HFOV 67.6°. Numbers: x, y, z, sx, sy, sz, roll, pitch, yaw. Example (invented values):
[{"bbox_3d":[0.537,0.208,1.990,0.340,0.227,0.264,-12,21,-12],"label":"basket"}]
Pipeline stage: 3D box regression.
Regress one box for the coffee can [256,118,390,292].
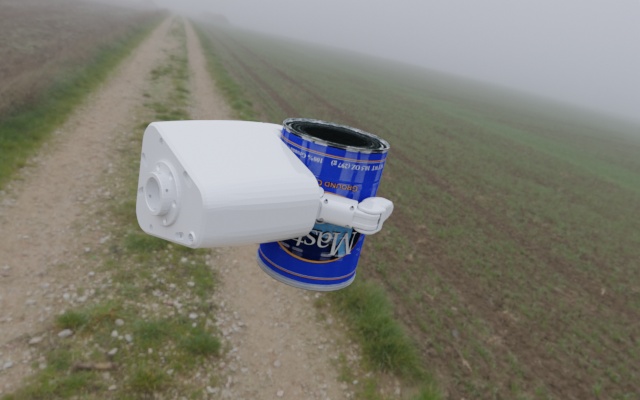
[{"bbox_3d":[0.000,0.002,0.465,0.103,0.140,0.102,12,19,-4],"label":"coffee can"}]
